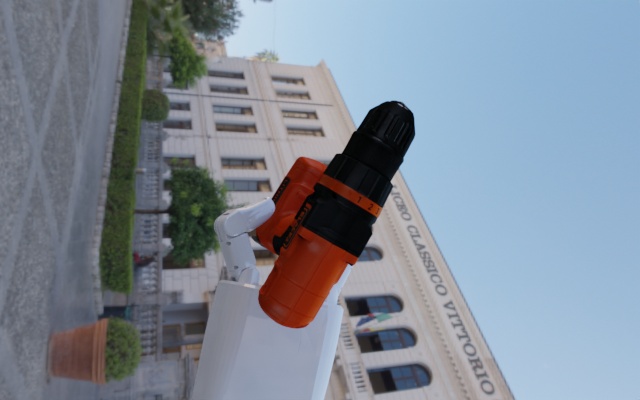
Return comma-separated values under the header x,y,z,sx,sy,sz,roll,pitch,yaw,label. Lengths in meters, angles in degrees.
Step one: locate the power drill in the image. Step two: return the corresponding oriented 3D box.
x,y,z,sx,sy,sz,roll,pitch,yaw,label
0.000,0.002,0.419,0.057,0.184,0.187,32,-1,-12,power drill
